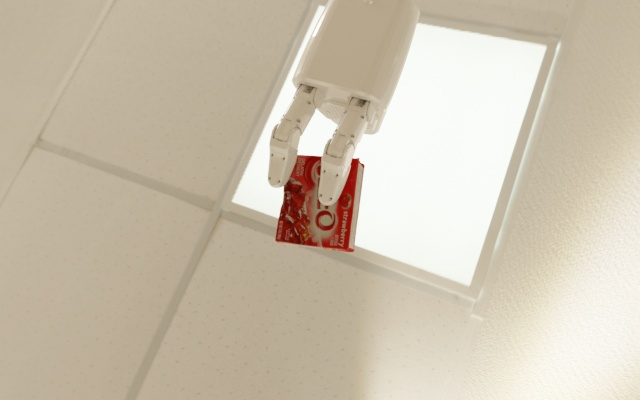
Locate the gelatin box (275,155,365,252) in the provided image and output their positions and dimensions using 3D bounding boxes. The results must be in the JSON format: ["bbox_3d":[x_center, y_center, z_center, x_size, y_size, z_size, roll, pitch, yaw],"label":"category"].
[{"bbox_3d":[0.000,0.002,0.460,0.073,0.089,0.030,5,-8,18],"label":"gelatin box"}]
